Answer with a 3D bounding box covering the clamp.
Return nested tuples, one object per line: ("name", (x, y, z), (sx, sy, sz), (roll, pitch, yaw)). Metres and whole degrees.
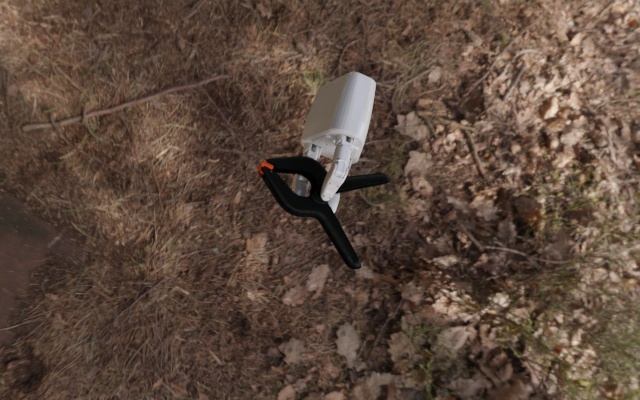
("clamp", (0.000, 0.002, 0.722), (0.210, 0.164, 0.036), (20, -21, -16))
